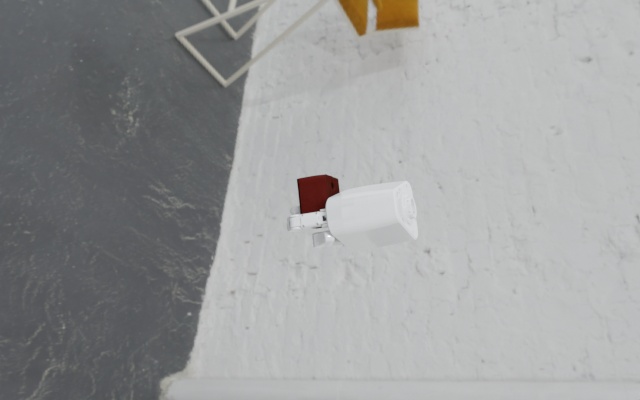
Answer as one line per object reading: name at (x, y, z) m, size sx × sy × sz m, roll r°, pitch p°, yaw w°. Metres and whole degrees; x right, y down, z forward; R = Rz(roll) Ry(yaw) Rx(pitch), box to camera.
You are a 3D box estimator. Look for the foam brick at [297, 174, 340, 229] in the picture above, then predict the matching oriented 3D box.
foam brick at (0.000, 0.002, 0.752) m, size 0.051 × 0.078 × 0.053 m, roll -11°, pitch -11°, yaw 25°
